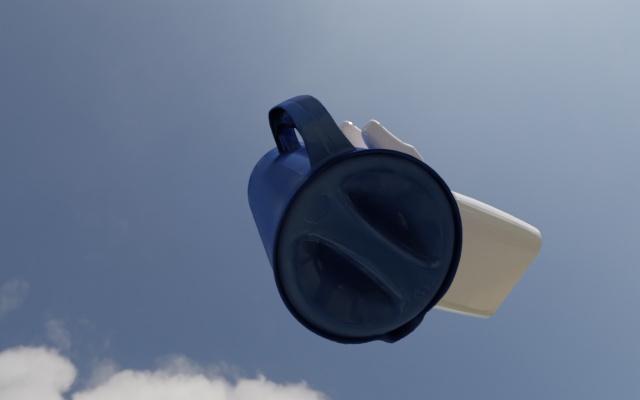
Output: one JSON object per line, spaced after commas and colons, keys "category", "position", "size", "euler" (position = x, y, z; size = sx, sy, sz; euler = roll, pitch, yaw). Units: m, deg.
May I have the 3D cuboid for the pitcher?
{"category": "pitcher", "position": [0.000, 0.001, 0.416], "size": [0.145, 0.149, 0.242], "euler": [17, 6, -19]}
